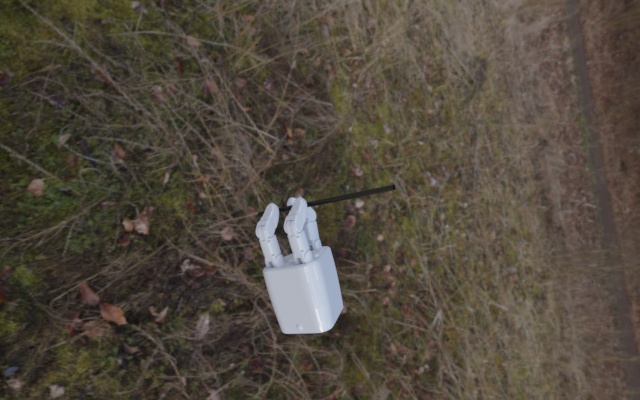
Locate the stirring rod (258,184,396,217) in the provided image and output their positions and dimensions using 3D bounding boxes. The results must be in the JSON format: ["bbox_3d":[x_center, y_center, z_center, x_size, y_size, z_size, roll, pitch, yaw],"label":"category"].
[{"bbox_3d":[0.000,0.002,0.709,0.239,0.011,0.011,-11,-6,32],"label":"stirring rod"}]
